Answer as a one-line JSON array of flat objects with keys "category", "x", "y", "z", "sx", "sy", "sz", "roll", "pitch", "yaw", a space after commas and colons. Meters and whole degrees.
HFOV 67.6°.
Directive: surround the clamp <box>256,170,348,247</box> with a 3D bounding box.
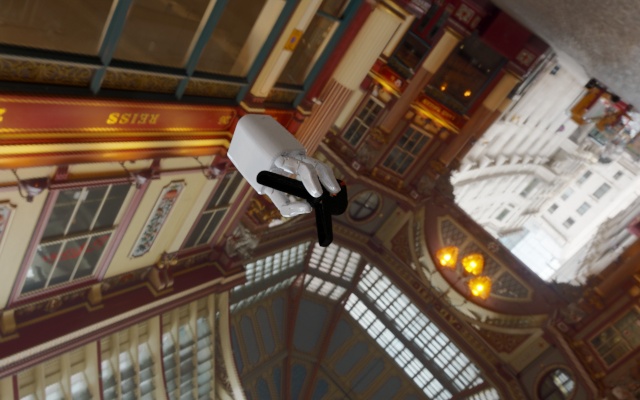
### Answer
[{"category": "clamp", "x": 0.000, "y": 0.003, "z": 0.837, "sx": 0.036, "sy": 0.164, "sz": 0.210, "roll": -50, "pitch": -19, "yaw": 26}]
